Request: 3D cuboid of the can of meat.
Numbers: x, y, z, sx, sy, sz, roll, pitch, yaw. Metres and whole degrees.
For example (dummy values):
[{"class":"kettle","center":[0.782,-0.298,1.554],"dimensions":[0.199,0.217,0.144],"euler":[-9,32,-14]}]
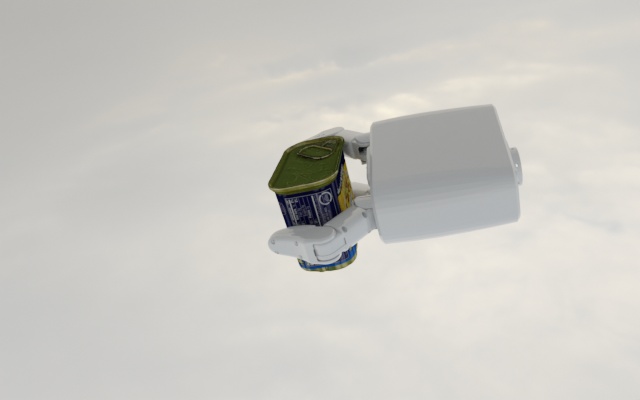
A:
[{"class":"can of meat","center":[0.000,0.002,0.419],"dimensions":[0.057,0.084,0.102],"euler":[-10,26,13]}]
